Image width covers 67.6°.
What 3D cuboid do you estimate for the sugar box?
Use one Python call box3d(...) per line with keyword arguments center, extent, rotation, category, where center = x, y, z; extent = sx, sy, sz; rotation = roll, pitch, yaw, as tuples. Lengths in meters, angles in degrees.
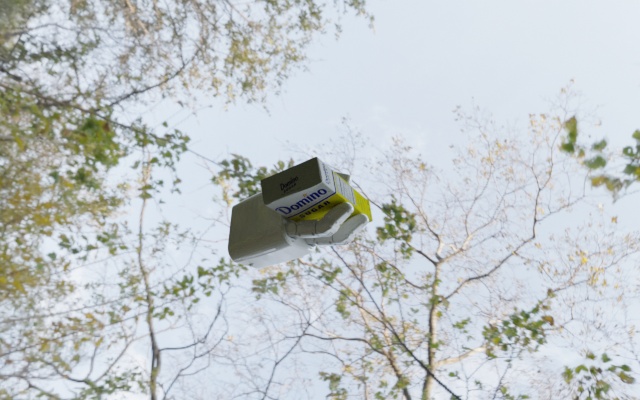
box3d(center=(0.000, 0.003, 0.697), extent=(0.093, 0.048, 0.176), rotation=(-21, -25, 22), category="sugar box")
